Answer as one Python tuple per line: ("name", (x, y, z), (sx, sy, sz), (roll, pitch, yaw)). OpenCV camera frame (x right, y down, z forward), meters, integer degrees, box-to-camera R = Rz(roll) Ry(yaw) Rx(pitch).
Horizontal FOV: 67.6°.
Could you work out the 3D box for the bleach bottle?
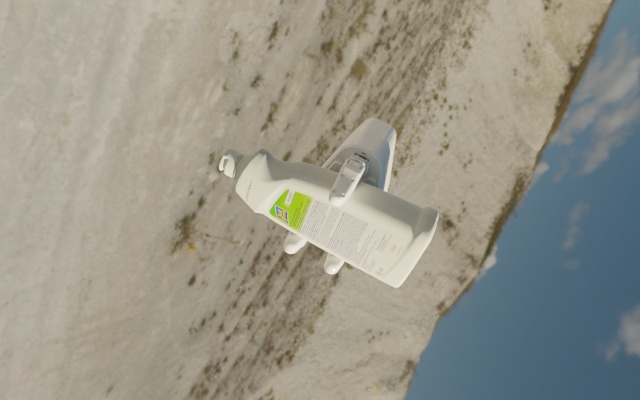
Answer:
("bleach bottle", (0.000, 0.002, 0.554), (0.251, 0.103, 0.068), (27, 36, 5))
